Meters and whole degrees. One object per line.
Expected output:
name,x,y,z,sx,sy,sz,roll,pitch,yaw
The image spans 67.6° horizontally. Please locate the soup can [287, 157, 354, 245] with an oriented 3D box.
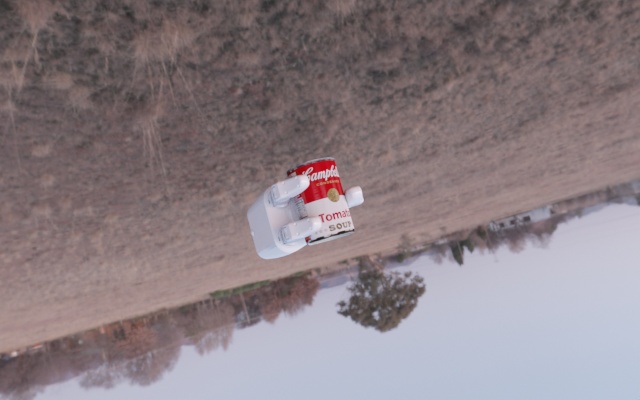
soup can,0.000,0.002,0.635,0.068,0.102,0.068,-15,-8,-2
